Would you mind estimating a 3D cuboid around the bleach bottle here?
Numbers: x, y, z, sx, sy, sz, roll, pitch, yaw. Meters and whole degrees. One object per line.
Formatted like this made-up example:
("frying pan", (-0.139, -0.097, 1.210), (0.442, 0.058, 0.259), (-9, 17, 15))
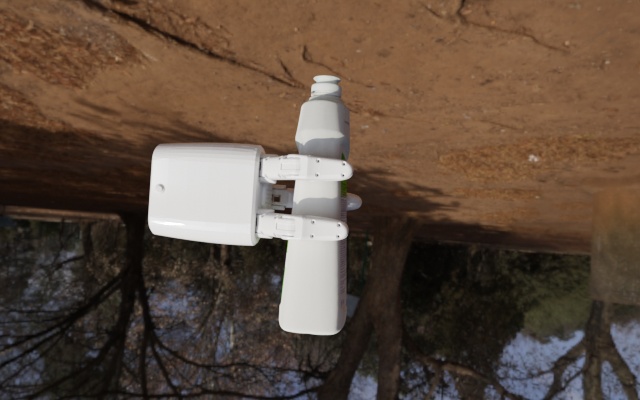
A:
("bleach bottle", (0.000, 0.002, 0.493), (0.068, 0.251, 0.102), (4, -1, 5))
